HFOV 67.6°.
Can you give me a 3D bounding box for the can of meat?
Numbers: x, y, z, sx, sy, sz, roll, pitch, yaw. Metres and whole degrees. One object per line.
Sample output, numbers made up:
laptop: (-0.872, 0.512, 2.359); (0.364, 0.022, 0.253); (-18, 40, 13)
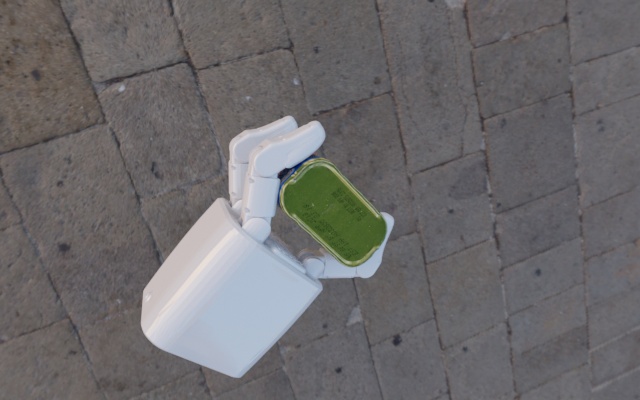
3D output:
can of meat: (0.000, 0.001, 0.402); (0.102, 0.057, 0.084); (44, -1, -24)
